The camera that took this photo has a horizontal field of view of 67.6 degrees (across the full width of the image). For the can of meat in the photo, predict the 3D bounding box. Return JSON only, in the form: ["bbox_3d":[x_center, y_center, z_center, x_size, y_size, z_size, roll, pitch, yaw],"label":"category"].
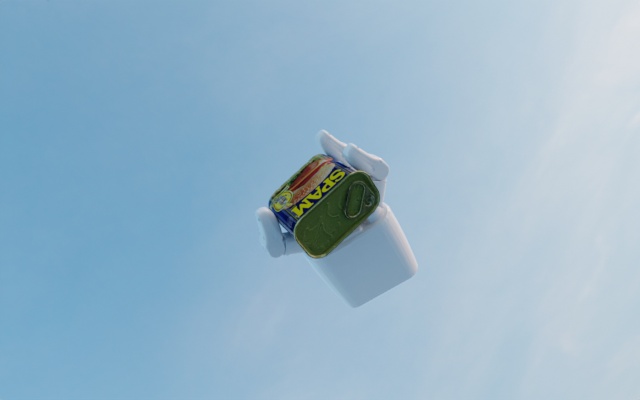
[{"bbox_3d":[0.000,0.002,0.525,0.057,0.102,0.084,53,-10,-34],"label":"can of meat"}]
